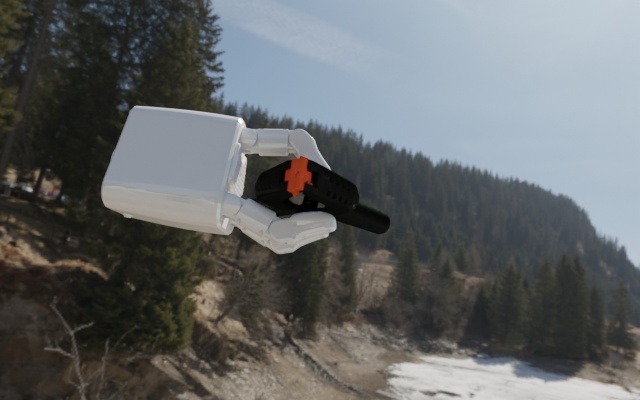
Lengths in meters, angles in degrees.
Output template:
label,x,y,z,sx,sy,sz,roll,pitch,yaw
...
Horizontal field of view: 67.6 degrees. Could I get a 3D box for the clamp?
label,x,y,z,sx,sy,sz,roll,pitch,yaw
clamp,0.000,0.001,0.466,0.164,0.036,0.210,7,-11,-1
